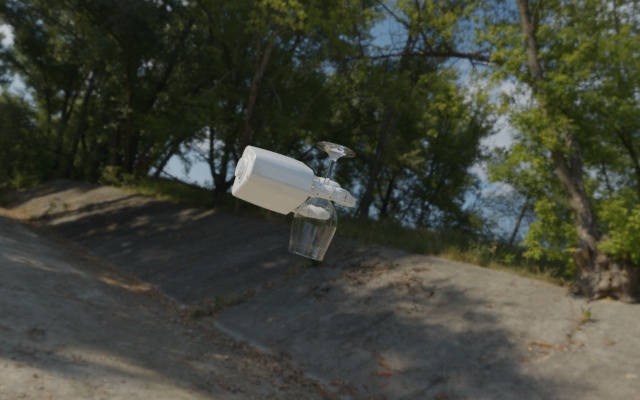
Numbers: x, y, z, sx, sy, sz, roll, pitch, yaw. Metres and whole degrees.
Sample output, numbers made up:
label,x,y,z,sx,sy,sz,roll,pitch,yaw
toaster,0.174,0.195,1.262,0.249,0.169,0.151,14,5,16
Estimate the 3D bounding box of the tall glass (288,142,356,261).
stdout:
label,x,y,z,sx,sy,sz,roll,pitch,yaw
tall glass,0.000,0.002,0.845,0.079,0.201,0.079,16,-7,2
